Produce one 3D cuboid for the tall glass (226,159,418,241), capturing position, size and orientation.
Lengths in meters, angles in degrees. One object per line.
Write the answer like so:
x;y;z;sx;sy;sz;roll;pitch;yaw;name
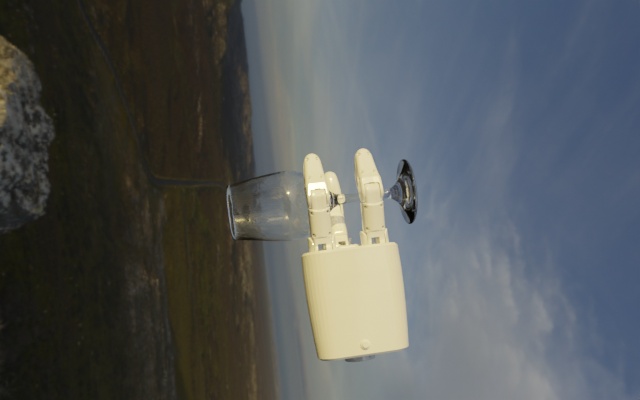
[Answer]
0.001;0.002;0.532;0.201;0.079;0.079;-6;1;-5;tall glass
